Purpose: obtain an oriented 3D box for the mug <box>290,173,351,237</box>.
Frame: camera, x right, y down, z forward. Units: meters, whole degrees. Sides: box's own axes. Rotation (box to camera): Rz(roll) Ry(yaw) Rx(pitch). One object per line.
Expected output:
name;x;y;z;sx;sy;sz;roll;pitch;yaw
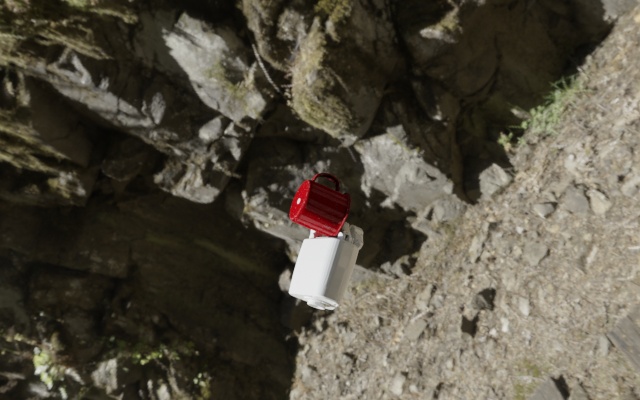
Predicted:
mug;0.000;0.001;0.865;0.081;0.117;0.093;24;-21;-17
